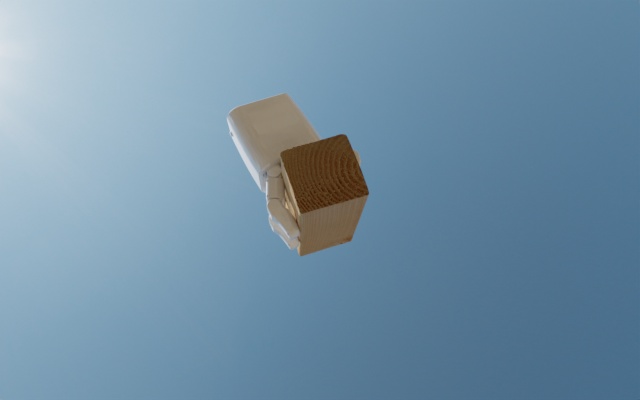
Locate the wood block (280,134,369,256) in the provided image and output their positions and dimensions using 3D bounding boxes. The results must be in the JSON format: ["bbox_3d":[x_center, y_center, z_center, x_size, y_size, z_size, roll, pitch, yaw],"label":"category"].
[{"bbox_3d":[0.000,0.002,0.679,0.091,0.090,0.206,-17,-19,-8],"label":"wood block"}]
